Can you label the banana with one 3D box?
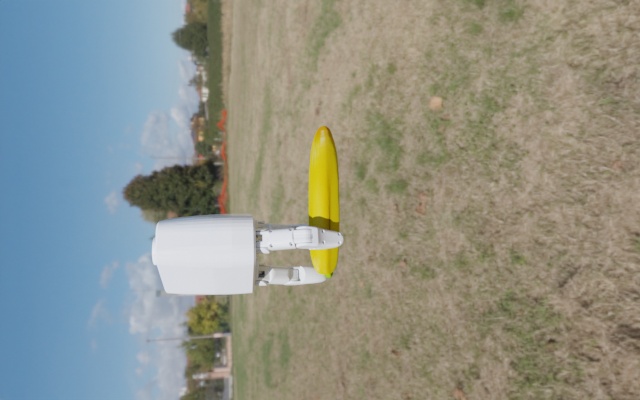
[{"bbox_3d":[0.003,0.008,0.585,0.037,0.198,0.069,-1,8,-8],"label":"banana"}]
